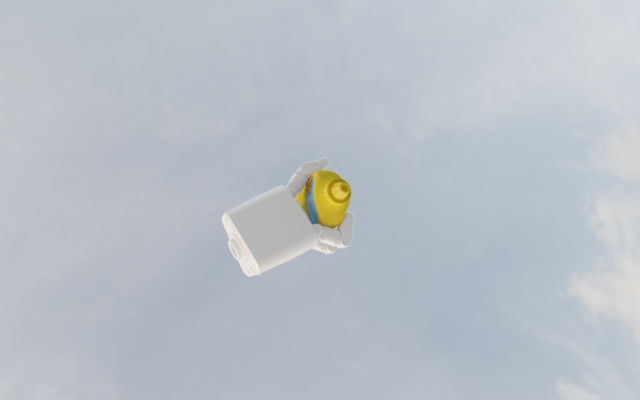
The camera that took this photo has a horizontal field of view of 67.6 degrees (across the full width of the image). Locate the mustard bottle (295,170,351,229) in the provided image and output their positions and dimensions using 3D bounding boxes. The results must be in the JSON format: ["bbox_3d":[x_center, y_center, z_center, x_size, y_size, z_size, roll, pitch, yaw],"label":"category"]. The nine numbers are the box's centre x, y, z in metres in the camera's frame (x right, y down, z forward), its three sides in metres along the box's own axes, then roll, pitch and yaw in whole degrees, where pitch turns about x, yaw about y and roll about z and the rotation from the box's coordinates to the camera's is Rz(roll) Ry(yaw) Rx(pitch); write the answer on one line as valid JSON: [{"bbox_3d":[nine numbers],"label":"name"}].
[{"bbox_3d":[0.000,0.003,0.779,0.058,0.096,0.192,1,-13,-22],"label":"mustard bottle"}]
